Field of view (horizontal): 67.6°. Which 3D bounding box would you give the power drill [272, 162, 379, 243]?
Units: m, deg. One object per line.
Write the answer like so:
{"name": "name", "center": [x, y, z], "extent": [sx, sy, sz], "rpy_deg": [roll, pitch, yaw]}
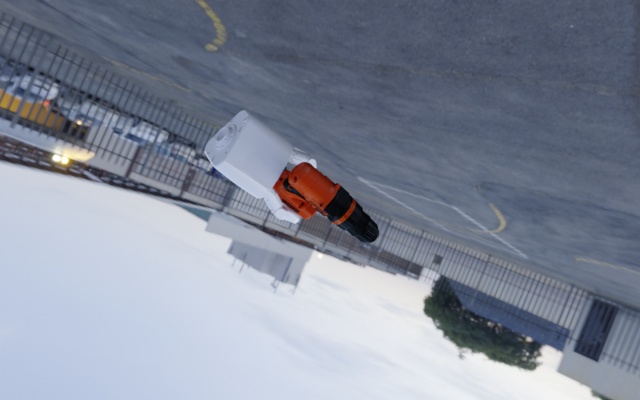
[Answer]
{"name": "power drill", "center": [0.000, 0.003, 0.830], "extent": [0.184, 0.057, 0.187], "rpy_deg": [42, -14, -20]}
